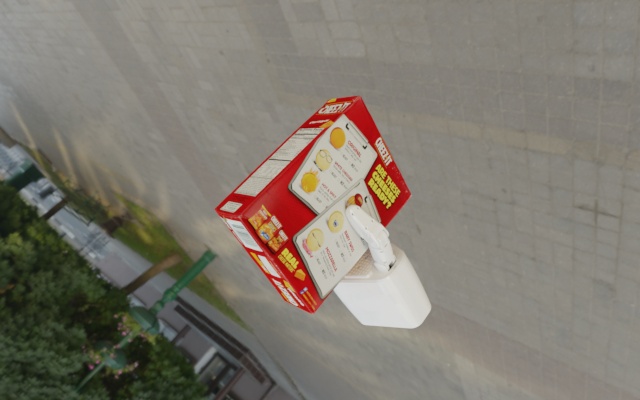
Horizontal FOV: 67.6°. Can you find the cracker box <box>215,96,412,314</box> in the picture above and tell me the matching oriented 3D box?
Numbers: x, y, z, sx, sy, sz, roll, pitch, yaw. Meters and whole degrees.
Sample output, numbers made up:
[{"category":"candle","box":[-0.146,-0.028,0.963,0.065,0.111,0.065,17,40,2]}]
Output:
[{"category":"cracker box","box":[0.000,0.002,0.586,0.072,0.164,0.213,10,50,50]}]
